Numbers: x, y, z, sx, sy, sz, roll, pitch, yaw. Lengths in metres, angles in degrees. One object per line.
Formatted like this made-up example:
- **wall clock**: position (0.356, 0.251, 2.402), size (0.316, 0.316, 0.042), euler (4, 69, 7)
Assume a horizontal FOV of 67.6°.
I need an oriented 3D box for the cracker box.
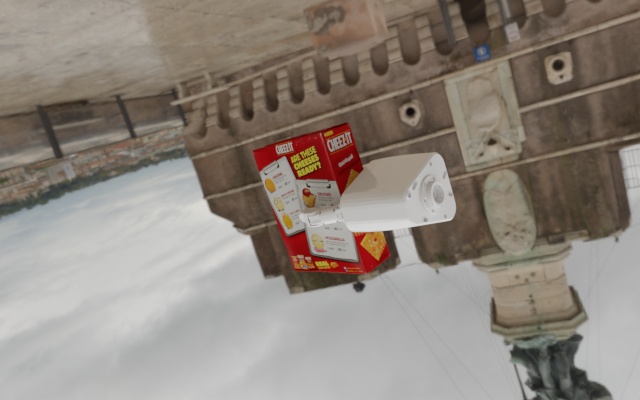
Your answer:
- **cracker box**: position (0.000, 0.003, 0.738), size (0.164, 0.214, 0.072), euler (-7, 16, 47)
